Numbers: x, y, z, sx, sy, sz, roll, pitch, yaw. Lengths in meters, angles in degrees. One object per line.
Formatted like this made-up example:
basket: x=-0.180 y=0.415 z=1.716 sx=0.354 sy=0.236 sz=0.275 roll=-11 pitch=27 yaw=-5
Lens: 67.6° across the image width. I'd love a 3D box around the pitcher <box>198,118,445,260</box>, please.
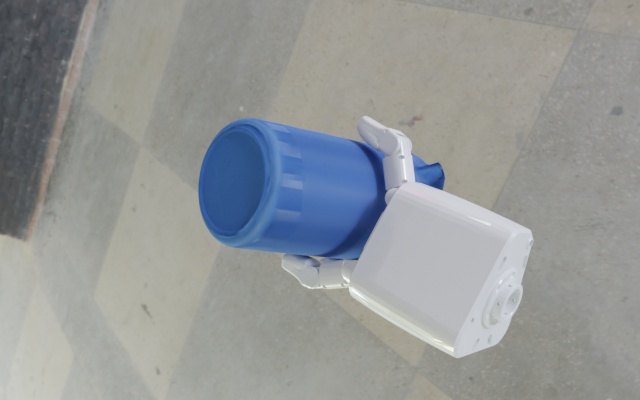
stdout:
pitcher: x=0.000 y=0.002 z=0.480 sx=0.145 sy=0.149 sz=0.243 roll=25 pitch=11 yaw=41
